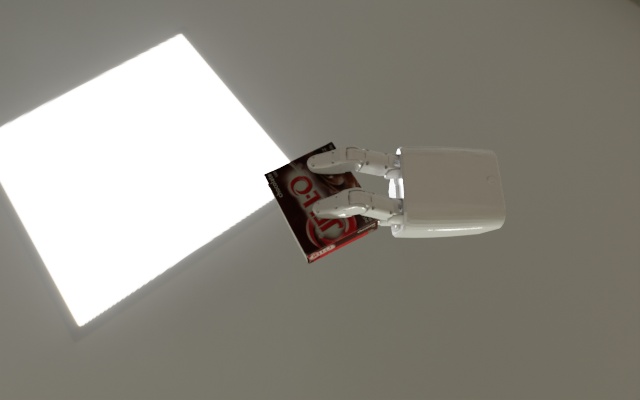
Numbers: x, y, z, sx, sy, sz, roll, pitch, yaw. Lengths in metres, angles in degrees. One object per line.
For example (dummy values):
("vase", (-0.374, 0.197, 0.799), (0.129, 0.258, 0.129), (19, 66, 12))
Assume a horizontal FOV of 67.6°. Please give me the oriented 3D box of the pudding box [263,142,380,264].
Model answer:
("pudding box", (0.000, 0.002, 0.538), (0.090, 0.113, 0.039), (-26, -25, -10))
